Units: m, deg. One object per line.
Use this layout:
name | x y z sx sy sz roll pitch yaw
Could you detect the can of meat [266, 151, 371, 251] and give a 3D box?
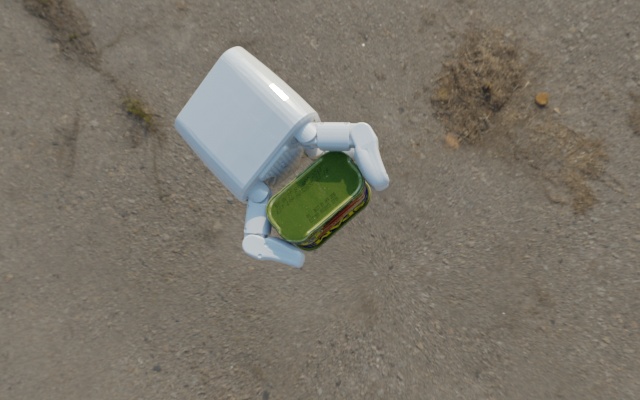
can of meat | 0.000 0.002 0.476 0.102 0.057 0.084 -41 -12 0
